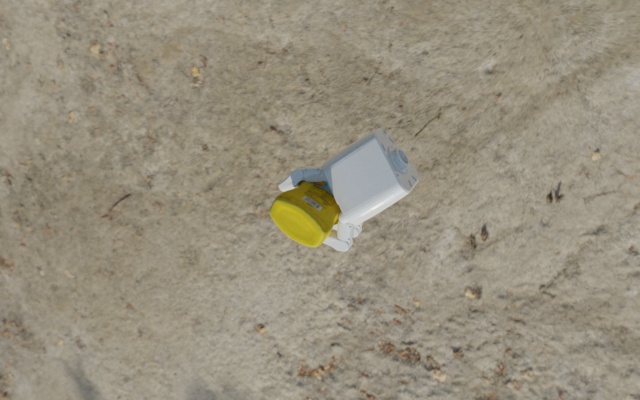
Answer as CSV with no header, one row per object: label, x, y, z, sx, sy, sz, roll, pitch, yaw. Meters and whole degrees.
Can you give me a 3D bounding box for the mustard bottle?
mustard bottle,0.000,0.003,0.789,0.096,0.058,0.191,35,30,9
